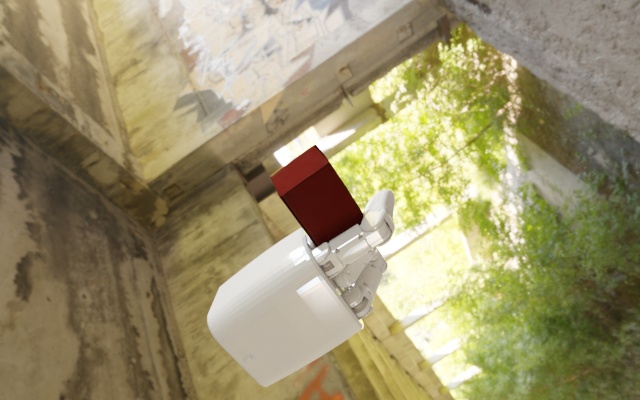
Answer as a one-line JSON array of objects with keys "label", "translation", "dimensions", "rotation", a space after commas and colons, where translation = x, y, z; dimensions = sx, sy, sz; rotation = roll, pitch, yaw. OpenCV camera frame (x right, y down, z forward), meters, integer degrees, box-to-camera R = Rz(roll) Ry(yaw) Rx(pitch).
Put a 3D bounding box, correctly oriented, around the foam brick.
[{"label": "foam brick", "translation": [0.000, 0.001, 0.421], "dimensions": [0.051, 0.078, 0.053], "rotation": [-34, 26, 1]}]
